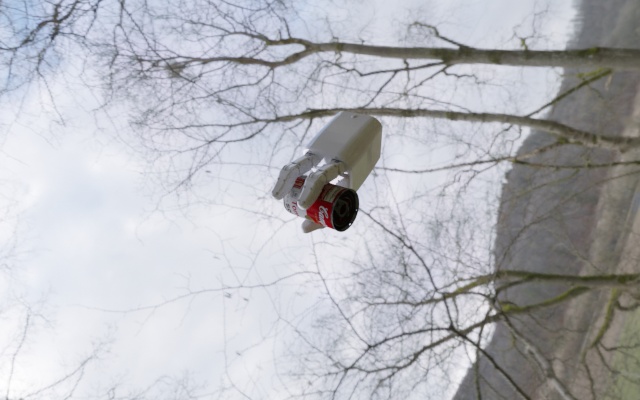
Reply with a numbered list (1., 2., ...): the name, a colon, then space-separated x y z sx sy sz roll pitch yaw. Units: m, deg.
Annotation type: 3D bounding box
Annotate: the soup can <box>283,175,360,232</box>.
1. soup can: 0.000 0.003 0.749 0.102 0.068 0.068 18 11 36
